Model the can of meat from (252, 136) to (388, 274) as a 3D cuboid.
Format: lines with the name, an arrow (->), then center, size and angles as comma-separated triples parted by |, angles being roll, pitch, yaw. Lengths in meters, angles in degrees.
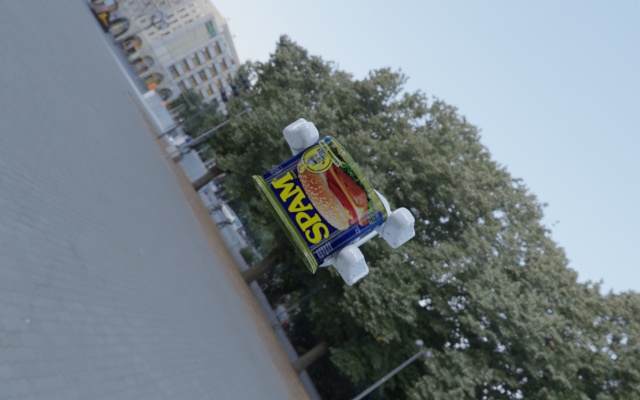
can of meat -> 0.000, 0.001, 0.442 | 0.084, 0.102, 0.057 | -32, -13, -10
